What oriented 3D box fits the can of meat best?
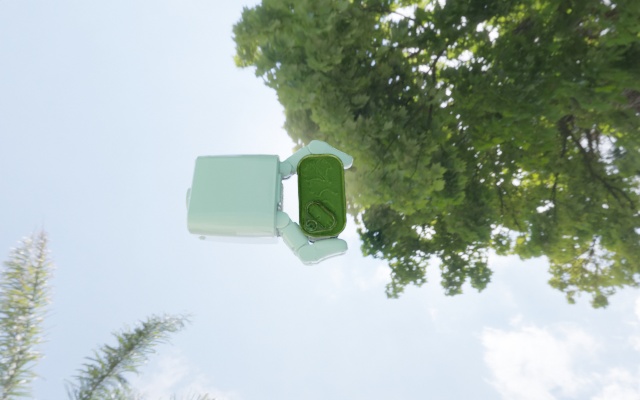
[{"bbox_3d":[0.000,0.002,0.606,0.057,0.102,0.084,-2,-13,-2],"label":"can of meat"}]
